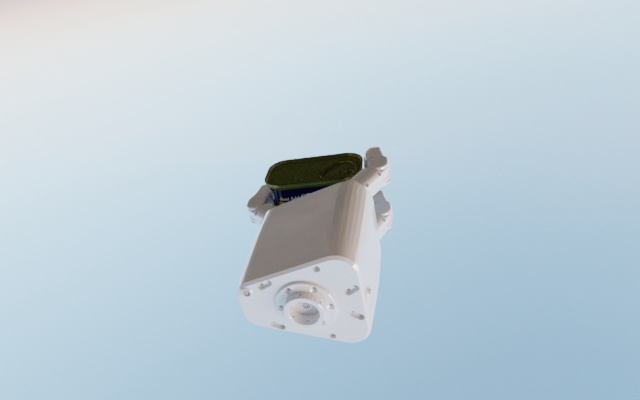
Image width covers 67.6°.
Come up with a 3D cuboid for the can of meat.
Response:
[{"bbox_3d":[0.000,0.002,0.515,0.102,0.084,0.057,-6,31,9],"label":"can of meat"}]
